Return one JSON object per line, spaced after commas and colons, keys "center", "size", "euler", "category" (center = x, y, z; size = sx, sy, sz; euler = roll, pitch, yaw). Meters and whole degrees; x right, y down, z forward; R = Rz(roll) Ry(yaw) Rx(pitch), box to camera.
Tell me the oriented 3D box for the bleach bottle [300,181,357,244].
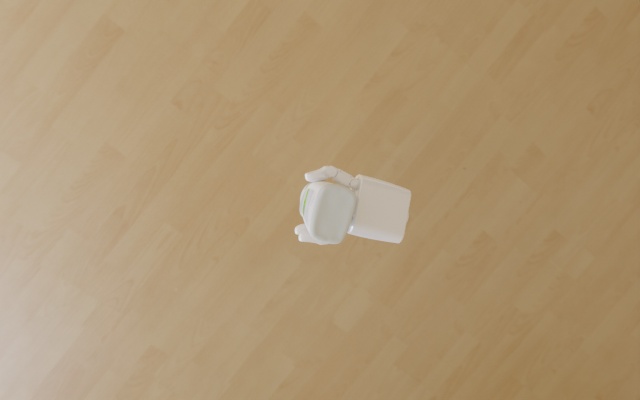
{"center": [0.000, 0.003, 0.895], "size": [0.068, 0.102, 0.250], "euler": [14, 8, -12], "category": "bleach bottle"}
